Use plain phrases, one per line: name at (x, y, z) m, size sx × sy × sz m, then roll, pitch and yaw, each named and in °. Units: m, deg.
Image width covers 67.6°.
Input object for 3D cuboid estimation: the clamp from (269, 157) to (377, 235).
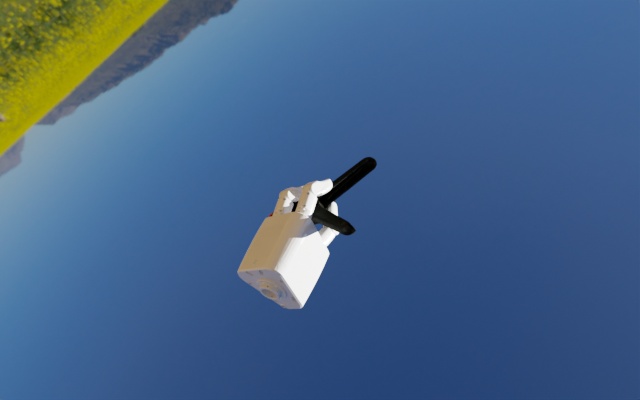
clamp at (0.000, 0.003, 0.810) m, size 0.210 × 0.164 × 0.036 m, roll -12°, pitch -52°, yaw 42°
